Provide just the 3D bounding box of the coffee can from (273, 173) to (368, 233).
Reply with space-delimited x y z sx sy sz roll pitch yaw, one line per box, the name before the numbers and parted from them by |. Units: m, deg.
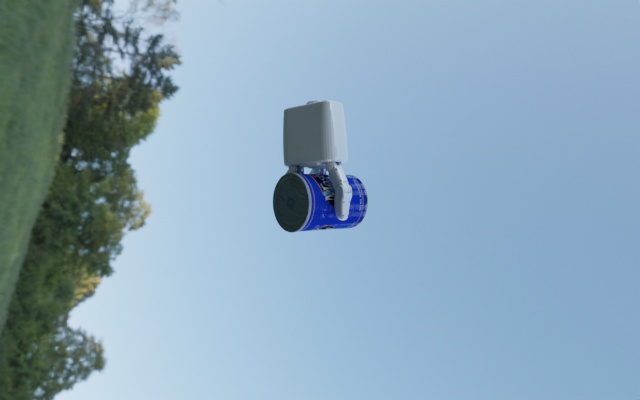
coffee can | 0.000 0.003 0.861 0.140 0.103 0.103 -1 1 -41
